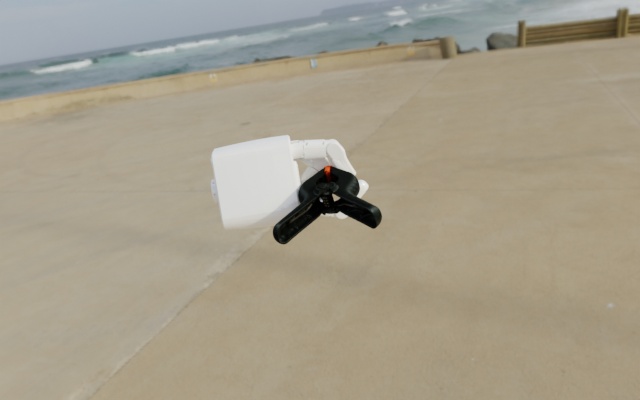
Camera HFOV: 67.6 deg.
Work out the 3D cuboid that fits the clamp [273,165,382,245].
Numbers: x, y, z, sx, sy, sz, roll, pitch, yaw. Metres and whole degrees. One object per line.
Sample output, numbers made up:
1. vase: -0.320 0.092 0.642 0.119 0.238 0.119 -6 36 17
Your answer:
1. clamp: 0.000 0.001 0.581 0.120 0.039 0.171 -9 21 -3
